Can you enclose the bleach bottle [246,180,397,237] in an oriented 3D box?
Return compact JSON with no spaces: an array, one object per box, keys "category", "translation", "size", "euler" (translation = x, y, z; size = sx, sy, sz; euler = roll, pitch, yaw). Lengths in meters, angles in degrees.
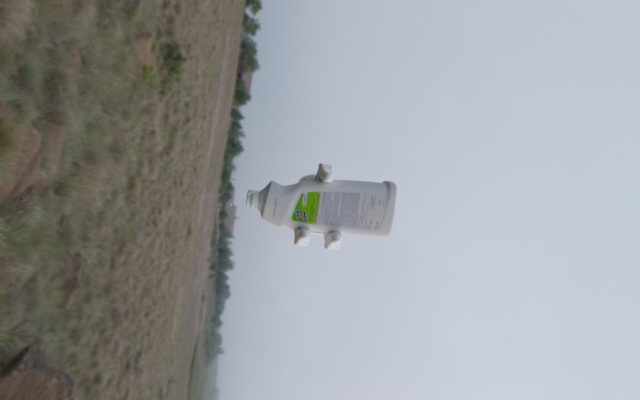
[{"category":"bleach bottle","translation":[0.000,0.003,0.823],"size":[0.251,0.102,0.068],"euler":[7,4,-10]}]
